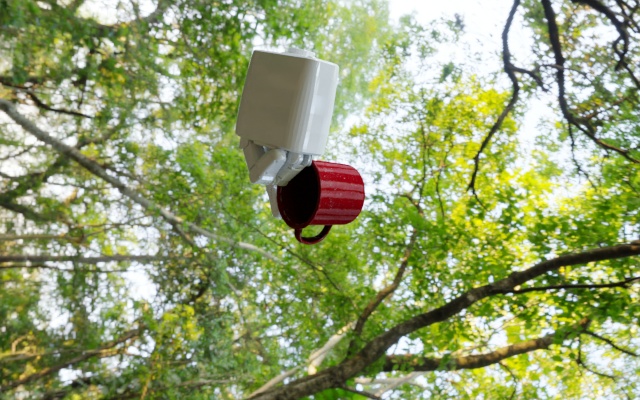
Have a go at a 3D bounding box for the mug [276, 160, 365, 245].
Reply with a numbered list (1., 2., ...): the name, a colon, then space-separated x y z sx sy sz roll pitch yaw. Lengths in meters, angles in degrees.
1. mug: 0.000 0.003 0.613 0.081 0.117 0.093 3 16 -39
